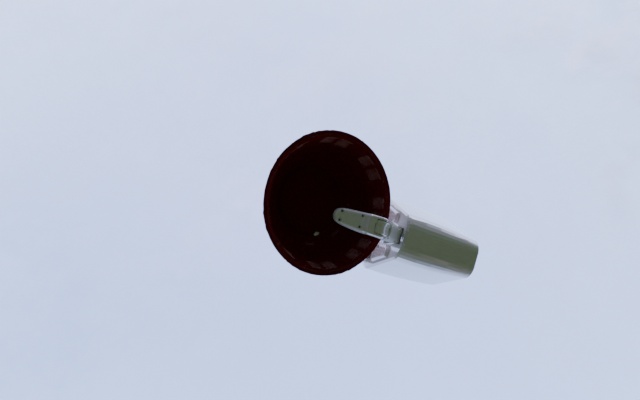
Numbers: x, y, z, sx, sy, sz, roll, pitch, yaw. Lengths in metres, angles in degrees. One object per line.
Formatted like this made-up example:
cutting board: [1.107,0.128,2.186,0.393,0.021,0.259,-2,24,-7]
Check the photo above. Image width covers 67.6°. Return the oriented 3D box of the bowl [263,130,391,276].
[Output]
bowl: [-0.001,0.001,0.549,0.162,0.162,0.055,0,4,-29]
